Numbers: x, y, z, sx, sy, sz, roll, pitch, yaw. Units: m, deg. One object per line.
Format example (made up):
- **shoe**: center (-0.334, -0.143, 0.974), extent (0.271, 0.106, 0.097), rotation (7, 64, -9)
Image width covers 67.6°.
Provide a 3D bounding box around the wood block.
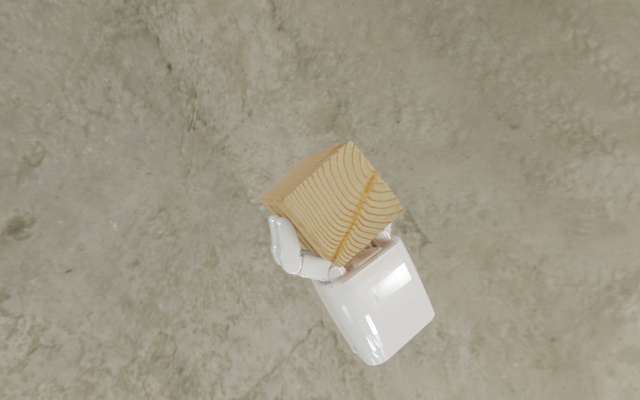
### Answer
- **wood block**: center (0.001, 0.002, 0.553), extent (0.091, 0.090, 0.206), rotation (-41, 10, -10)
